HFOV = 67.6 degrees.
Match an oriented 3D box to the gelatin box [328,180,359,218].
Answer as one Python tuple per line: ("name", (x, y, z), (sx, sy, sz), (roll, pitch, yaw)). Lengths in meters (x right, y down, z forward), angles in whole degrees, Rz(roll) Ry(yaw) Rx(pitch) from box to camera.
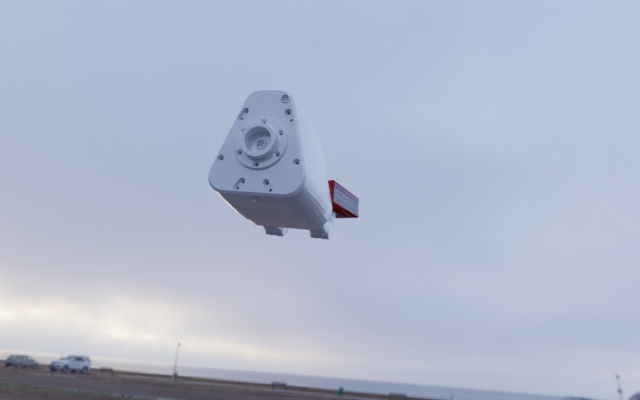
("gelatin box", (0.000, 0.002, 0.608), (0.073, 0.030, 0.089), (-3, -15, 25))
